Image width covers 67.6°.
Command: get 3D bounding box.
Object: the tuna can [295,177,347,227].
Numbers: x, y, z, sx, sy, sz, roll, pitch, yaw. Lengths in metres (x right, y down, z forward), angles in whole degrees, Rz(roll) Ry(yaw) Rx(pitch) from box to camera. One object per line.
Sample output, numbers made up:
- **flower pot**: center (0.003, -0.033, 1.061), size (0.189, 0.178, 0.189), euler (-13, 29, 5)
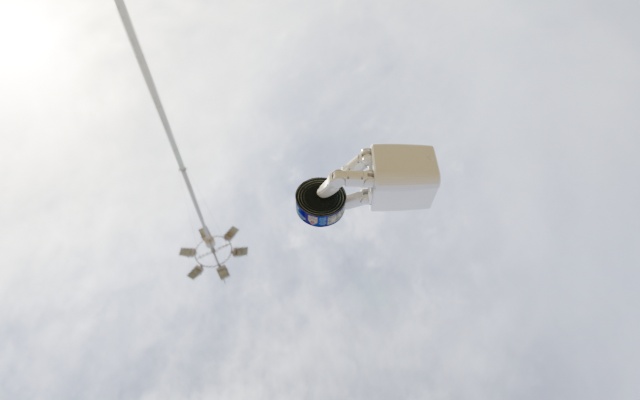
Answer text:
- **tuna can**: center (0.000, 0.003, 0.806), size (0.086, 0.086, 0.034), euler (0, -40, -2)
